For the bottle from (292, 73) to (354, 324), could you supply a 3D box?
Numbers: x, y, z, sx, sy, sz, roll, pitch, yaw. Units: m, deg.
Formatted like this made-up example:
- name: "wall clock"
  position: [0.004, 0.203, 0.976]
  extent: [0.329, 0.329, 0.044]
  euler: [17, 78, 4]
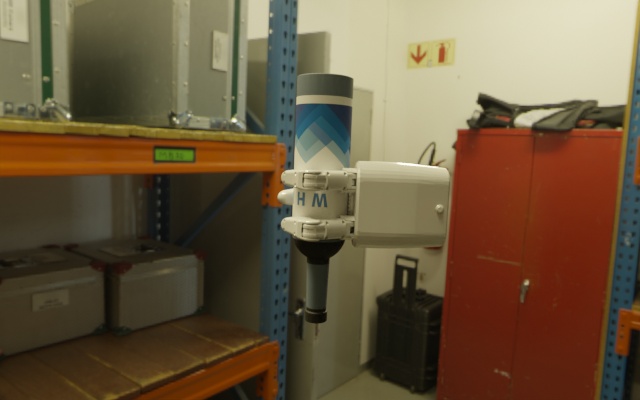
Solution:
- name: "bottle"
  position: [0.000, 0.002, 0.577]
  extent: [0.069, 0.296, 0.069]
  euler: [2, 6, 0]
